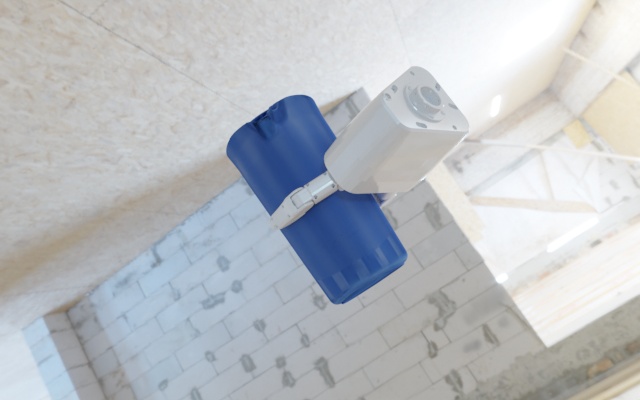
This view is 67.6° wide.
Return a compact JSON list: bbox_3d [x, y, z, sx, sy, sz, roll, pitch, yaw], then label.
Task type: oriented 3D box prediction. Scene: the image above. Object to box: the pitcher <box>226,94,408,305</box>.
[{"bbox_3d":[0.000,0.002,0.601,0.149,0.242,0.145,-20,-19,-42],"label":"pitcher"}]
